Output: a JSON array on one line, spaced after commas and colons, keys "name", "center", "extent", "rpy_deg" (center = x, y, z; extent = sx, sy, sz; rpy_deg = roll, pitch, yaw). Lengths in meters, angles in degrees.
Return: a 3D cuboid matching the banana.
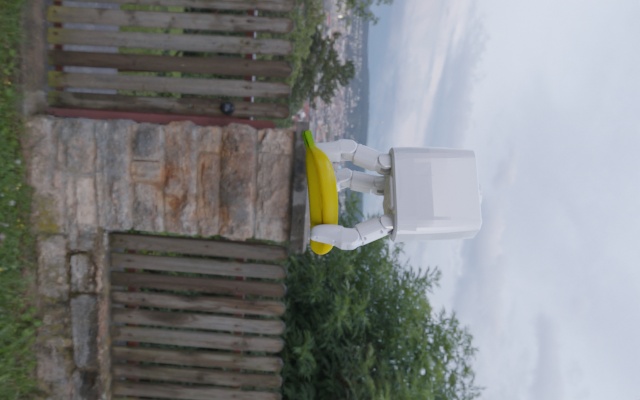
[{"name": "banana", "center": [0.002, 0.011, 0.614], "extent": [0.037, 0.198, 0.069], "rpy_deg": [-6, 37, -4]}]
